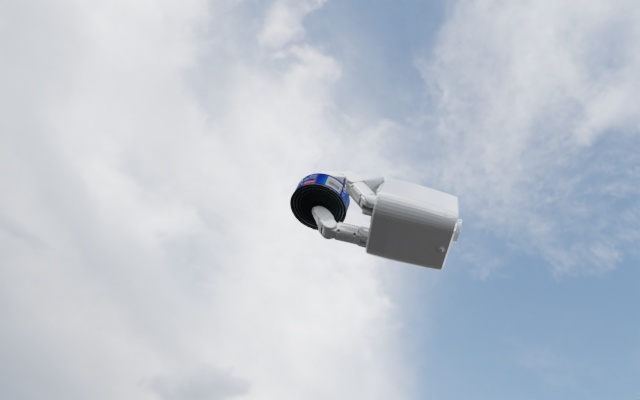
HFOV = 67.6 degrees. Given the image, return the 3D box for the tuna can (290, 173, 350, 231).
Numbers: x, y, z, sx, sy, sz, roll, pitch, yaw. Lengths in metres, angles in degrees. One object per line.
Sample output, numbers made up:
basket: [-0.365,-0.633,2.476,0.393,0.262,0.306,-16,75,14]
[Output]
tuna can: [0.000,0.002,0.710,0.086,0.086,0.033,0,36,18]
